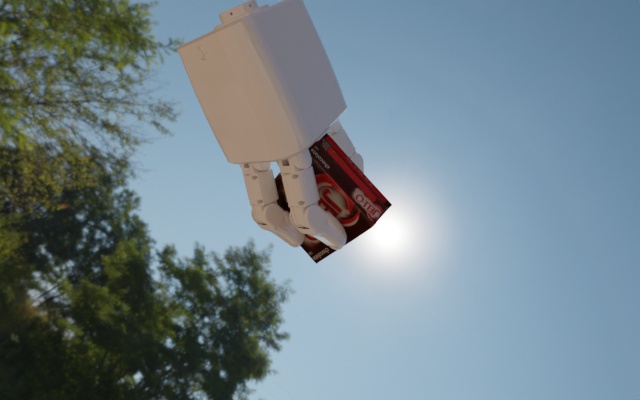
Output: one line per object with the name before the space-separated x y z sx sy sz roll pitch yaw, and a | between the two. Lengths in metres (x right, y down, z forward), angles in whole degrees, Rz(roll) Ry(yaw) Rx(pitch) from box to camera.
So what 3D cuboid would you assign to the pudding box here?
pudding box | 0.000 0.001 0.448 0.039 0.090 0.113 -42 0 -34
